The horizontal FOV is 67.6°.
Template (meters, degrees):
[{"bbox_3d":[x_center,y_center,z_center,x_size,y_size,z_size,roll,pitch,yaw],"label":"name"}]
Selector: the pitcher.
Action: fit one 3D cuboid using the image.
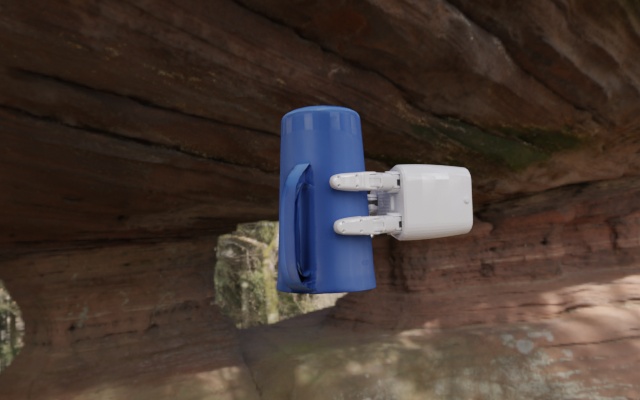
[{"bbox_3d":[0.000,0.002,0.635,0.145,0.243,0.149,-1,-3,-19],"label":"pitcher"}]
